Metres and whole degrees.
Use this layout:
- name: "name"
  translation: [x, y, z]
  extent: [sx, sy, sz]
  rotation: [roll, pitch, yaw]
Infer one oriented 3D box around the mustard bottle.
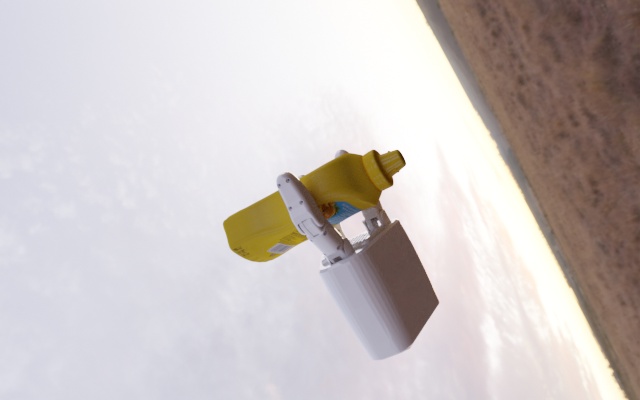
- name: "mustard bottle"
  translation: [0.000, 0.001, 0.490]
  extent: [0.192, 0.058, 0.096]
  rotation: [-28, -22, 21]
